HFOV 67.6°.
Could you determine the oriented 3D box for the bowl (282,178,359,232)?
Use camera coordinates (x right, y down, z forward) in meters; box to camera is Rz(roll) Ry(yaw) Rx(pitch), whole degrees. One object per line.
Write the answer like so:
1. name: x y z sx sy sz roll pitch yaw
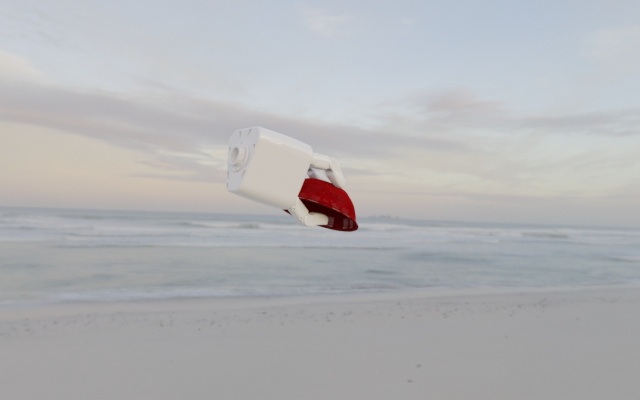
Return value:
1. bowl: 0.001 0.003 0.879 0.162 0.055 0.162 18 -16 5
